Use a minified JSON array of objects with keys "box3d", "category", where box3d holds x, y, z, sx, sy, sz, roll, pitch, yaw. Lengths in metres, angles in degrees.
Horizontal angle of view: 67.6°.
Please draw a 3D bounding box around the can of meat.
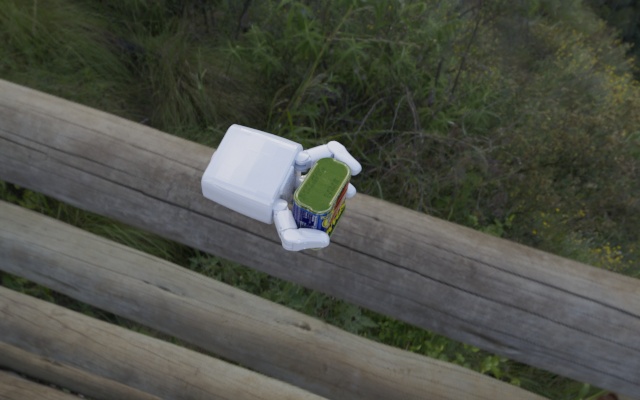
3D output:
[{"box3d":[0.000,0.002,0.652,0.057,0.102,0.084,23,-37,11],"category":"can of meat"}]
